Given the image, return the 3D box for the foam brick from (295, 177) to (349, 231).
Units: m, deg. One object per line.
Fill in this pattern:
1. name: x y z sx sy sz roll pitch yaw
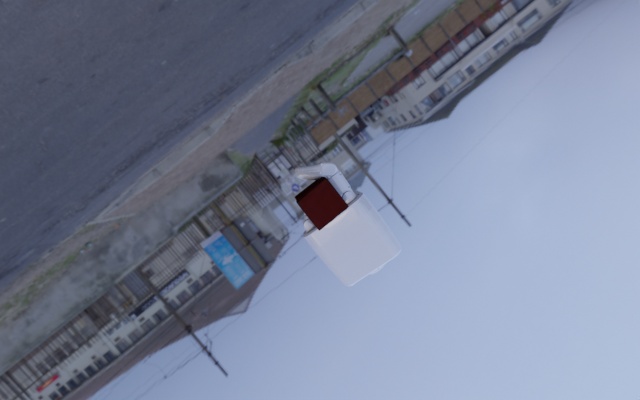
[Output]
1. foam brick: 0.000 0.002 0.667 0.053 0.051 0.078 -38 7 0
